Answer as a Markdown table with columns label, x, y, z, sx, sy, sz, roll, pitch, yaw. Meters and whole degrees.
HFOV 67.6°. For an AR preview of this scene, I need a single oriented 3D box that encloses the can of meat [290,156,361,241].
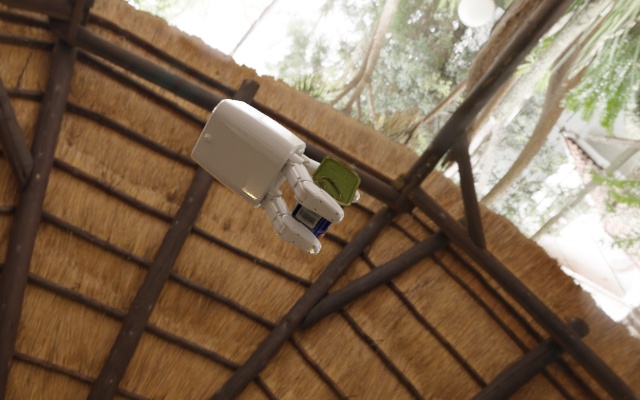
| label | x | y | z | sx | sy | sz | roll | pitch | yaw |
| --- | --- | --- | --- | --- | --- | --- | --- | --- | --- |
| can of meat | 0.000 | 0.002 | 0.613 | 0.057 | 0.084 | 0.102 | 35 | 28 | -3 |
